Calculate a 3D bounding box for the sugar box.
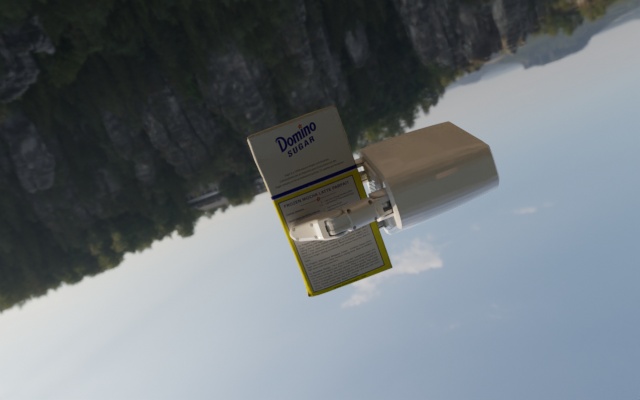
[{"bbox_3d":[0.000,0.002,0.489,0.093,0.176,0.048,-20,9,-2],"label":"sugar box"}]
